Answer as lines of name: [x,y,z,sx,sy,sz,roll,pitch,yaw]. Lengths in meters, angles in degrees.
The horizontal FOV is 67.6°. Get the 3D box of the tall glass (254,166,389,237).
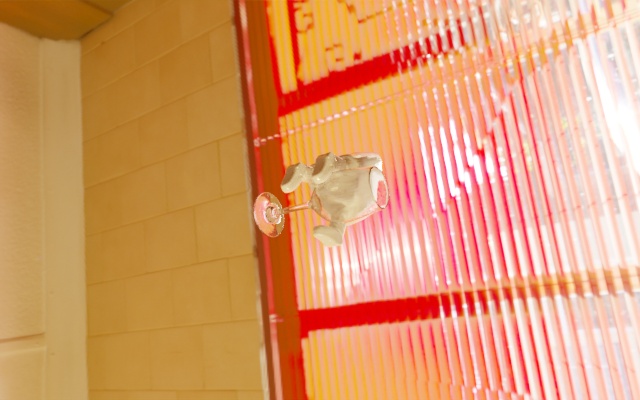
tall glass: [-0.001,0.003,0.719,0.201,0.079,0.079,-14,-7,31]
